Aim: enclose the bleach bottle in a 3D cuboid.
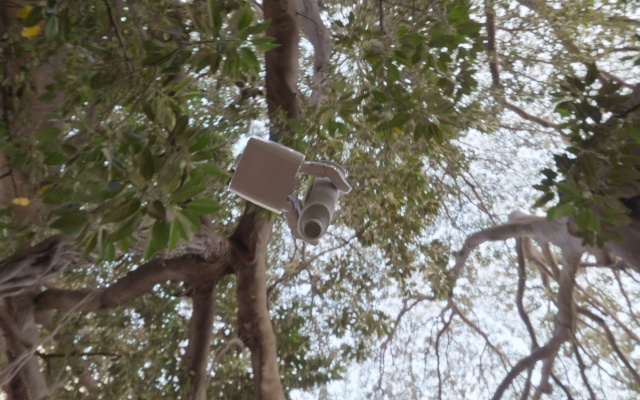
[{"bbox_3d":[0.000,0.003,0.884,0.068,0.102,0.250,23,18,-3],"label":"bleach bottle"}]
